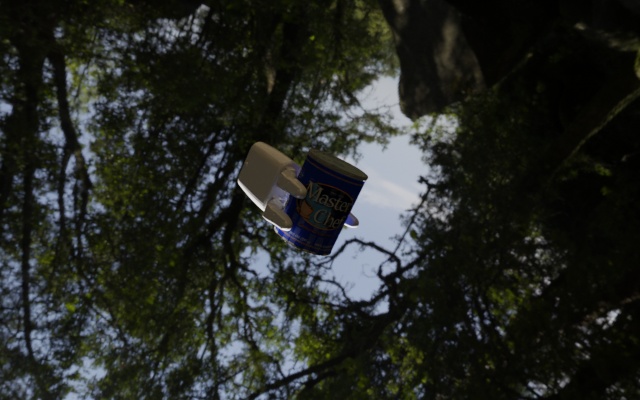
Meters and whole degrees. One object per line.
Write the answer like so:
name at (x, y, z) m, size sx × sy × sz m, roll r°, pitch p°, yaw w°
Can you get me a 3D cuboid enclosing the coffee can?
coffee can at (0.000, 0.002, 0.762) m, size 0.103 × 0.140 × 0.102 m, roll 24°, pitch 13°, yaw -6°
